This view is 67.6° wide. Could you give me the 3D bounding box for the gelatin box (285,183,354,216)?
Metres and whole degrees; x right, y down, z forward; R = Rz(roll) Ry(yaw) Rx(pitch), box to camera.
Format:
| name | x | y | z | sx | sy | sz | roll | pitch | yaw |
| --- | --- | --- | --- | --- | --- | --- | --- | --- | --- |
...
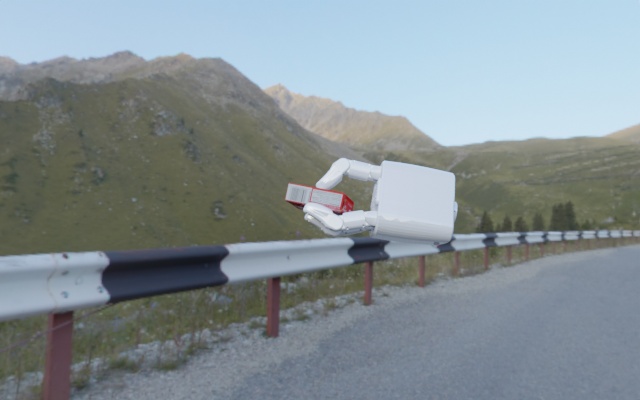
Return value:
| name | x | y | z | sx | sy | sz | roll | pitch | yaw |
| --- | --- | --- | --- | --- | --- | --- | --- | --- | --- |
| gelatin box | 0.000 | 0.002 | 0.712 | 0.089 | 0.030 | 0.073 | 11 | -8 | 15 |
